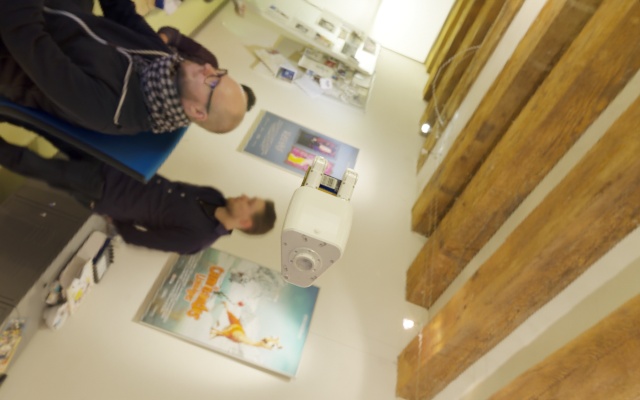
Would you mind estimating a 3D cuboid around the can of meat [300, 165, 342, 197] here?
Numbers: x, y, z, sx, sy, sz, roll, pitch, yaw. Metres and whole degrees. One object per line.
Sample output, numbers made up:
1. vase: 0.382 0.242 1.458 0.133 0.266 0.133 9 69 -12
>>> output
1. can of meat: 0.000 0.003 0.809 0.084 0.102 0.057 21 34 -4
